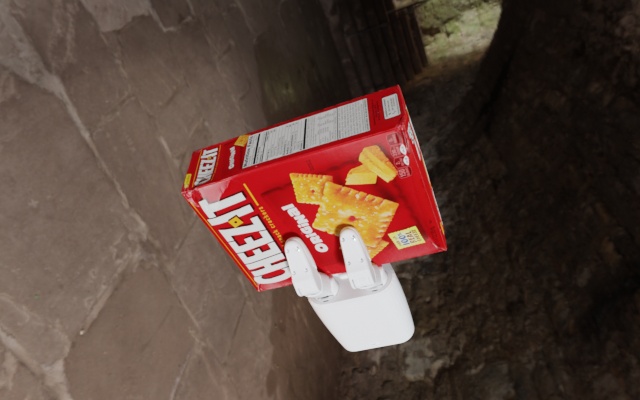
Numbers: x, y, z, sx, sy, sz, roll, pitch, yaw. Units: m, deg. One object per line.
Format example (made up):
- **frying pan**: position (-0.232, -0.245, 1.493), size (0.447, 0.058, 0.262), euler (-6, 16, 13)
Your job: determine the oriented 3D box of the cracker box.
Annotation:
- **cracker box**: position (0.000, 0.001, 0.474), size (0.214, 0.164, 0.072), euler (-15, 40, 15)
